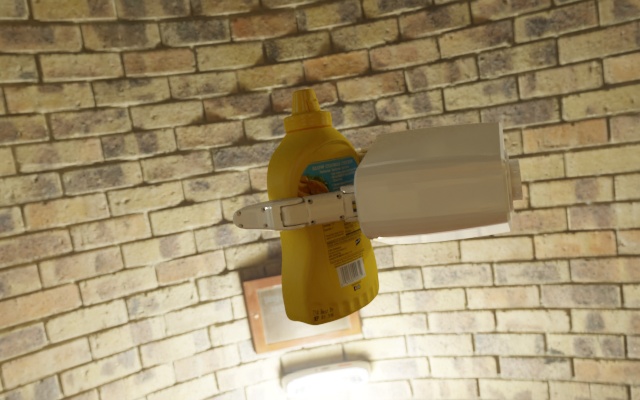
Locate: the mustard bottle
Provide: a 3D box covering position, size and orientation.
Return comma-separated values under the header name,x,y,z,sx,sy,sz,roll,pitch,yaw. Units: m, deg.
name,x,y,z,sx,sy,sz,roll,pitch,yaw
mustard bottle,0.000,0.002,0.412,0.096,0.191,0.058,-14,9,-43
